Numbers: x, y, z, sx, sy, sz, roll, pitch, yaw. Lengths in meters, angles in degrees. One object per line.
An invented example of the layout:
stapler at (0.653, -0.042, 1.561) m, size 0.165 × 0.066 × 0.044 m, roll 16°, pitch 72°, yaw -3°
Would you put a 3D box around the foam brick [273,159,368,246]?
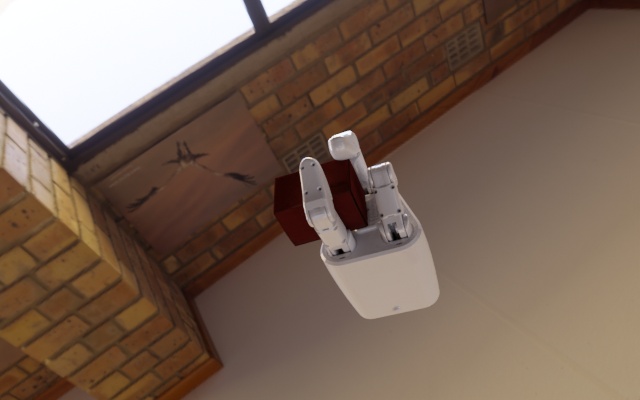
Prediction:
foam brick at (0.000, 0.001, 0.460) m, size 0.078 × 0.053 × 0.051 m, roll -16°, pitch -48°, yaw 14°
